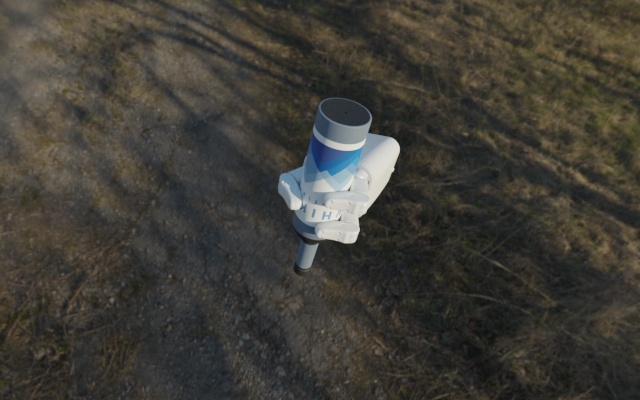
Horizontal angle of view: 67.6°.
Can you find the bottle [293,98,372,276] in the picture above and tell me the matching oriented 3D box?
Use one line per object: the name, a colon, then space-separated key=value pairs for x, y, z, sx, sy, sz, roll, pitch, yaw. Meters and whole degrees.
bottle: x=0.000 y=0.002 z=0.669 sx=0.069 sy=0.296 sz=0.069 roll=9 pitch=40 yaw=-8
